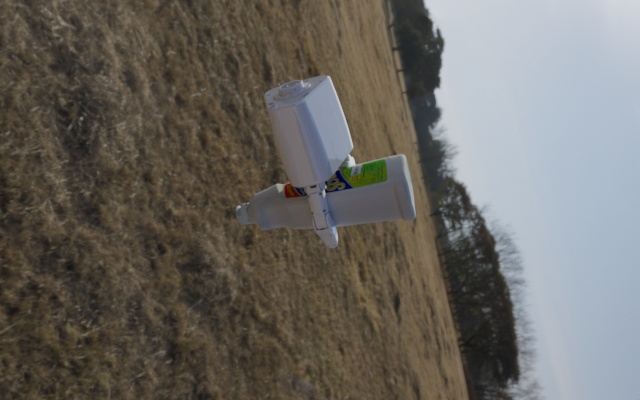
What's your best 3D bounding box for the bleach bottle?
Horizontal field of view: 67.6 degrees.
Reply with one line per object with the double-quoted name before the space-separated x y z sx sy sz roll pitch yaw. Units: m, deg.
"bleach bottle" 0.000 0.002 0.664 0.251 0.068 0.102 -11 29 14
